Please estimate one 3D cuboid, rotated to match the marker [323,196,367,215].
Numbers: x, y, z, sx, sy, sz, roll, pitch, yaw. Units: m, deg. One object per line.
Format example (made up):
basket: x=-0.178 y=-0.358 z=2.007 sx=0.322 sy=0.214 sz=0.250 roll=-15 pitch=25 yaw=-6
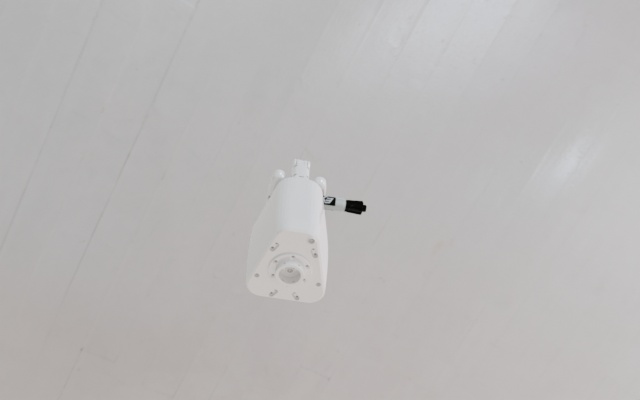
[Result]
marker: x=0.000 y=0.002 z=0.621 sx=0.121 sy=0.020 sz=0.020 roll=9 pitch=-1 yaw=-6
